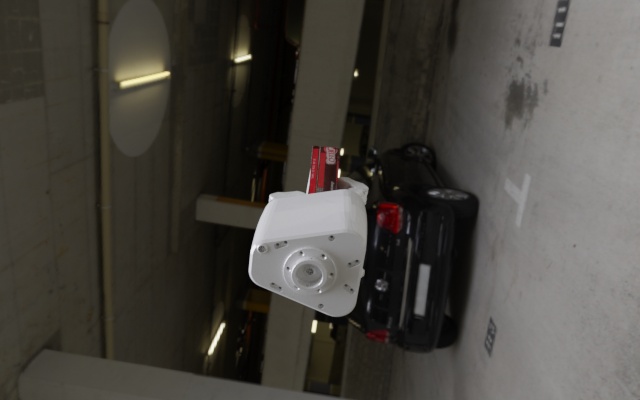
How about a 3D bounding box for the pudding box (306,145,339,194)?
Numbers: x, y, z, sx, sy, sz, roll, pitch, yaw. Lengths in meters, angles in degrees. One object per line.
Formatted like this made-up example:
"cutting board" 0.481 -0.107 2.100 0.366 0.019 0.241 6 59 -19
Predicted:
"pudding box" 0.000 0.002 0.596 0.039 0.090 0.114 8 -42 -2
